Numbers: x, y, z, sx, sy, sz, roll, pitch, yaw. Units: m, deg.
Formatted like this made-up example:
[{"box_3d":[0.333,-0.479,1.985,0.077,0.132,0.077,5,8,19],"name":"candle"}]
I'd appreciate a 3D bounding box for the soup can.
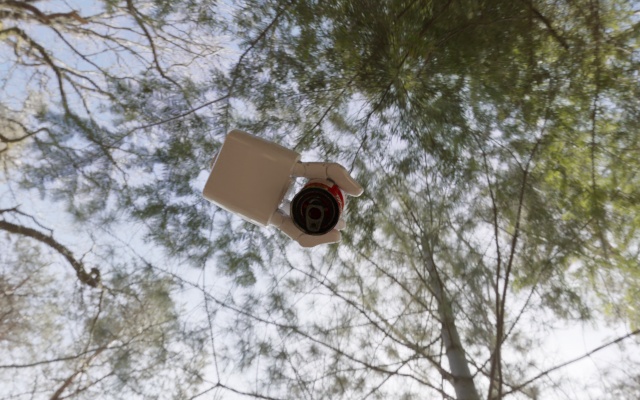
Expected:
[{"box_3d":[0.001,0.002,0.677,0.068,0.068,0.102,0,15,10],"name":"soup can"}]
